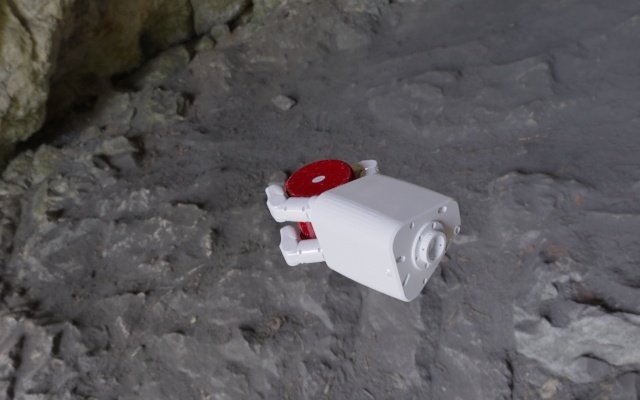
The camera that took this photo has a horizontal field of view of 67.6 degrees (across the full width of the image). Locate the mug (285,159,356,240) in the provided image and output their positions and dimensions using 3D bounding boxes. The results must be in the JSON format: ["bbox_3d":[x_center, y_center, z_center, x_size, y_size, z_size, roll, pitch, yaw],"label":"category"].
[{"bbox_3d":[-0.001,0.001,0.576,0.093,0.081,0.117,-39,38,-28],"label":"mug"}]
